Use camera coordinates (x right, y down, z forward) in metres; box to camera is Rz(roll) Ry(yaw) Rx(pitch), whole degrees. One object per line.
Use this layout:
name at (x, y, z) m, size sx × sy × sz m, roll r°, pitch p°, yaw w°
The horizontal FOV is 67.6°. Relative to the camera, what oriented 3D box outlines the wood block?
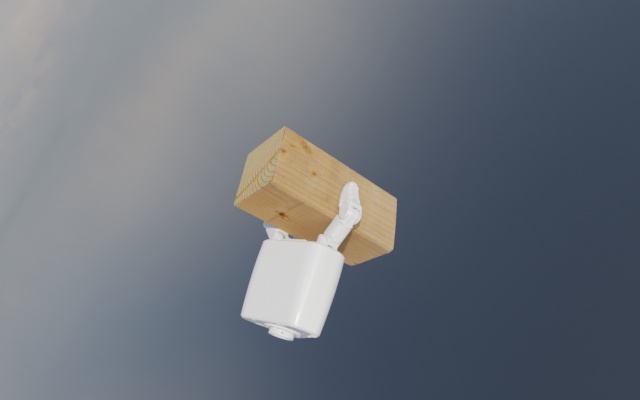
wood block at (0.000, 0.002, 0.655) m, size 0.206 × 0.090 × 0.091 m, roll 30°, pitch -38°, yaw -29°
